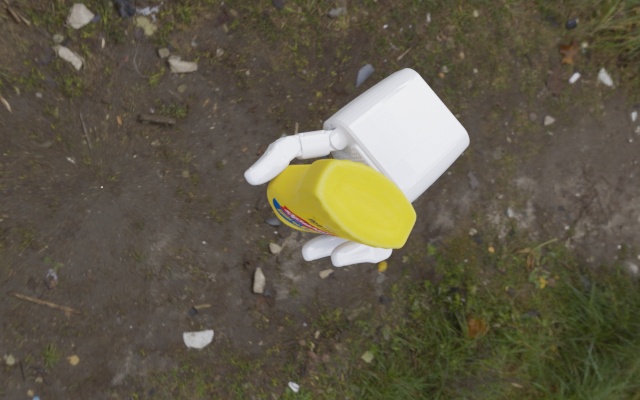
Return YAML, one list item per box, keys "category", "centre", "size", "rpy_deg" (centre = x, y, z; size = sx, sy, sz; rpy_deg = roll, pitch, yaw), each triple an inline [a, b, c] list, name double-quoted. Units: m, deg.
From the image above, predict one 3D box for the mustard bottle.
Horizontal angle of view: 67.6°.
- category: "mustard bottle"
  centre: [0.000, 0.002, 0.459]
  size: [0.096, 0.058, 0.191]
  rpy_deg: [30, -11, -22]
